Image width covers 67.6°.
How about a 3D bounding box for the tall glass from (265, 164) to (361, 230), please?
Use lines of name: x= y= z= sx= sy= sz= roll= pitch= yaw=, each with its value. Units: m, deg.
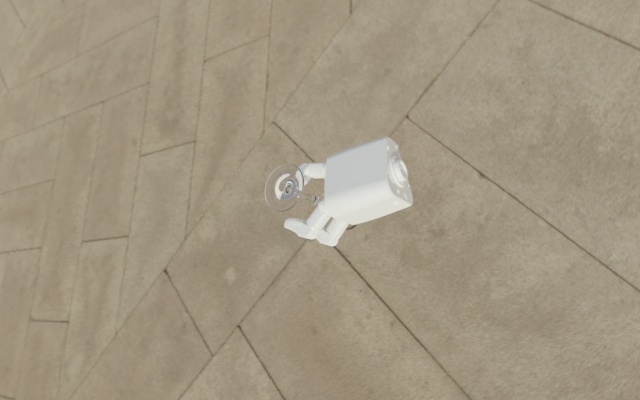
tall glass: x=0.000 y=0.002 z=0.796 sx=0.079 sy=0.079 sz=0.201 roll=0 pitch=-13 yaw=34
